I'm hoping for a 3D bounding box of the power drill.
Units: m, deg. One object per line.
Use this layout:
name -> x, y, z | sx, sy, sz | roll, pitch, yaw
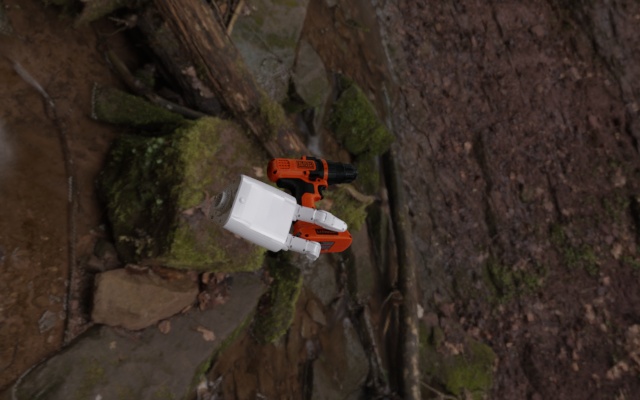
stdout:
power drill -> 0.000, 0.003, 0.885 | 0.184, 0.187, 0.057 | 0, -34, -22
